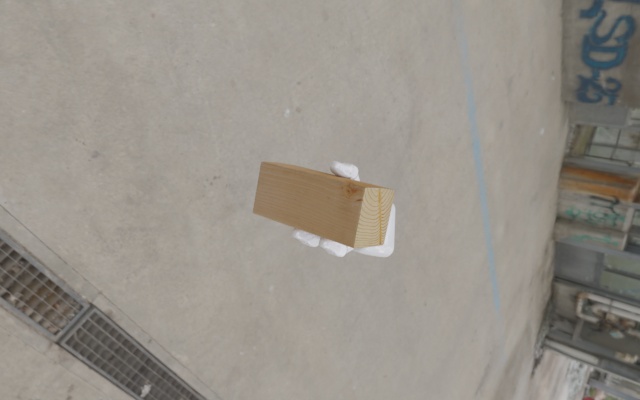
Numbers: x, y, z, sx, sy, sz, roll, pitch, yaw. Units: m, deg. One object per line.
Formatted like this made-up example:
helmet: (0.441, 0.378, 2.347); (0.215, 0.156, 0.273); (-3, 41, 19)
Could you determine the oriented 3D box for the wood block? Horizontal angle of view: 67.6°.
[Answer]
wood block: (0.001, 0.002, 0.759); (0.206, 0.091, 0.090); (16, 8, 36)
